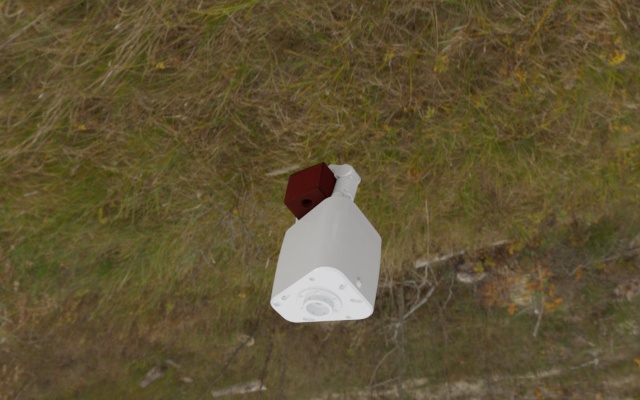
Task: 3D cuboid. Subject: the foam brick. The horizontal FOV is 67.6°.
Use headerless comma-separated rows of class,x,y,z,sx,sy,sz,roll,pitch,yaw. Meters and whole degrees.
foam brick,0.000,0.002,0.591,0.053,0.051,0.078,-22,-55,28
